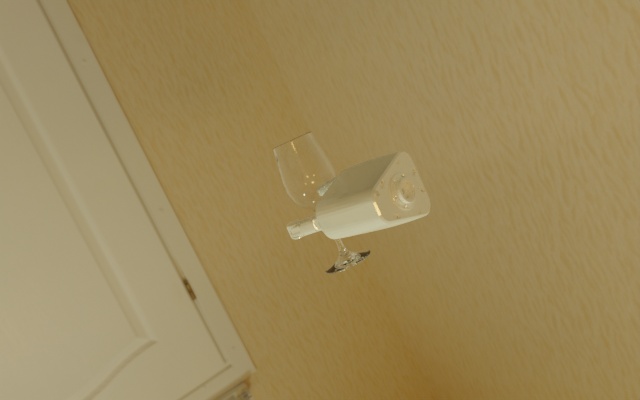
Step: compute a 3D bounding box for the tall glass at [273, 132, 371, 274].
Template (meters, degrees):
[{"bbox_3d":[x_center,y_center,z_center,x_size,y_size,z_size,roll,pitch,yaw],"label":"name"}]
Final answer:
[{"bbox_3d":[0.000,0.003,0.705,0.079,0.201,0.079,-25,7,3],"label":"tall glass"}]
